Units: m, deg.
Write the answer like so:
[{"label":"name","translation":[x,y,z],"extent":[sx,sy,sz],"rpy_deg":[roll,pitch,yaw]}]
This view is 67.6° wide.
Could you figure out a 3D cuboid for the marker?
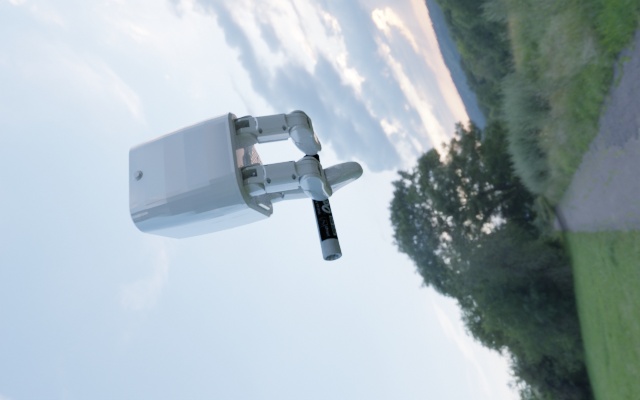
[{"label":"marker","translation":[0.000,0.002,0.475],"extent":[0.020,0.121,0.020],"rpy_deg":[-10,-28,-5]}]
